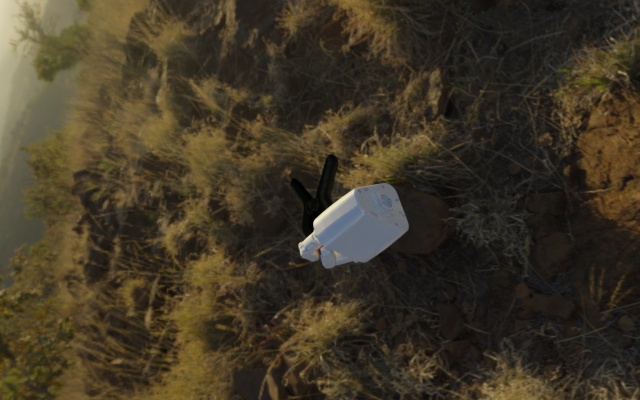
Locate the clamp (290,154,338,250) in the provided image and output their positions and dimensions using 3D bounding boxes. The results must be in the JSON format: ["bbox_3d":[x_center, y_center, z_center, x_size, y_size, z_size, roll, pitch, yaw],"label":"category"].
[{"bbox_3d":[0.000,0.003,0.856,0.039,0.171,0.120,9,-38,-38],"label":"clamp"}]
